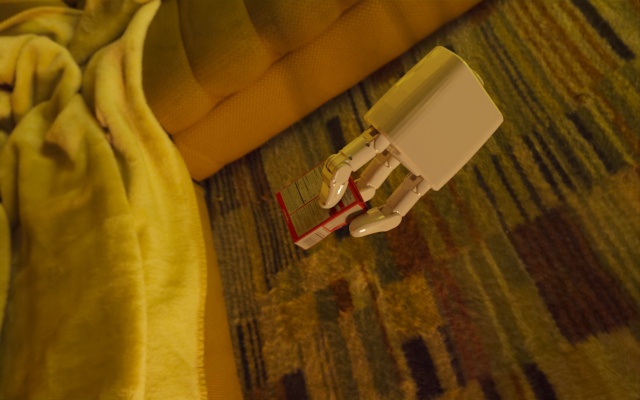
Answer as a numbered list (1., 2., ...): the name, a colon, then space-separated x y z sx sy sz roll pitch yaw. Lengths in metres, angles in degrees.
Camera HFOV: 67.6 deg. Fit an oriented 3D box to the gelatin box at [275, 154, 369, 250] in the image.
1. gelatin box: 0.000 0.002 0.542 0.089 0.073 0.030 -33 -35 12
